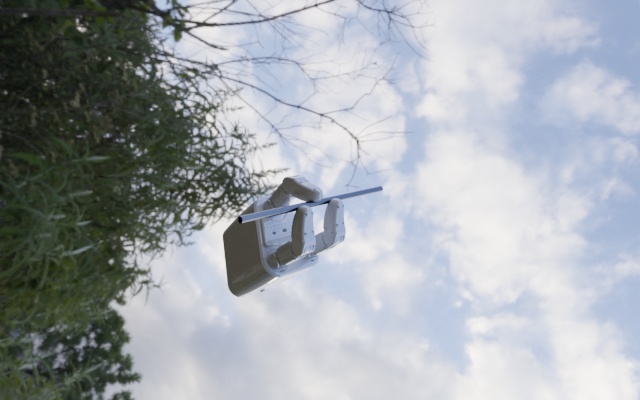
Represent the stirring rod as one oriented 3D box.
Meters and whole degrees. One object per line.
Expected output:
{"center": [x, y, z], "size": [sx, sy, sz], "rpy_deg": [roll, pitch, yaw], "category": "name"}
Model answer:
{"center": [0.000, 0.002, 0.584], "size": [0.011, 0.011, 0.239], "rpy_deg": [0, 9, 45], "category": "stirring rod"}
